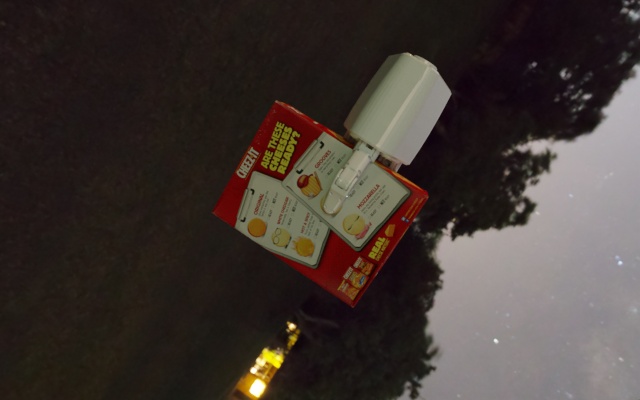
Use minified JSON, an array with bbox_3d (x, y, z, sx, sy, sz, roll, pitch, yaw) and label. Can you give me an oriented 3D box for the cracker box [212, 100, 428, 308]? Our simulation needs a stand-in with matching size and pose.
[{"bbox_3d":[0.000,0.002,0.598,0.213,0.164,0.072,33,11,6],"label":"cracker box"}]
